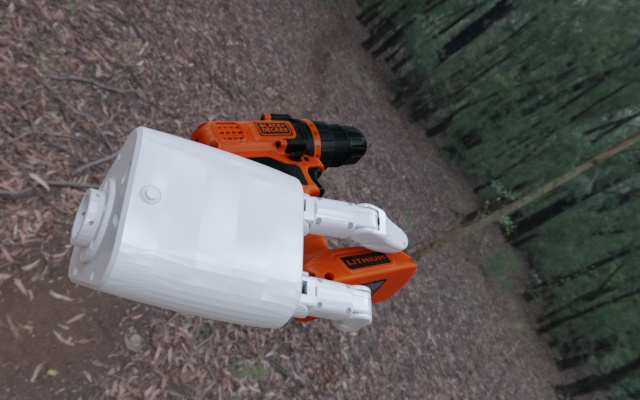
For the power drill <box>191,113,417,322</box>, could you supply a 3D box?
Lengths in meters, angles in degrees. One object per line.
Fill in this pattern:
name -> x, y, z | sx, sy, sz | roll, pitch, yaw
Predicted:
power drill -> 0.000, 0.002, 0.411 | 0.184, 0.187, 0.057 | -7, -38, -35
